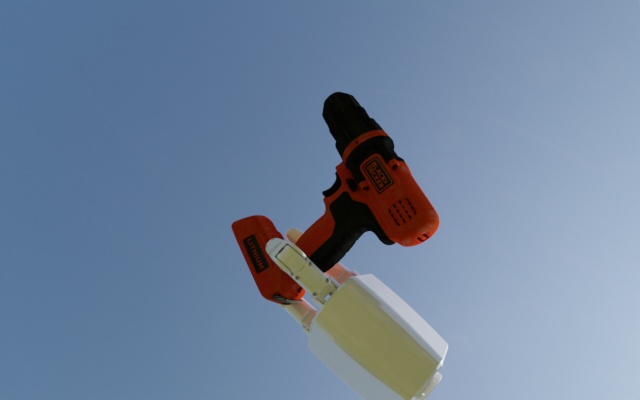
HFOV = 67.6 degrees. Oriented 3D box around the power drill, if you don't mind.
[{"bbox_3d":[0.000,0.002,0.482,0.188,0.184,0.057,-38,-31,16],"label":"power drill"}]
